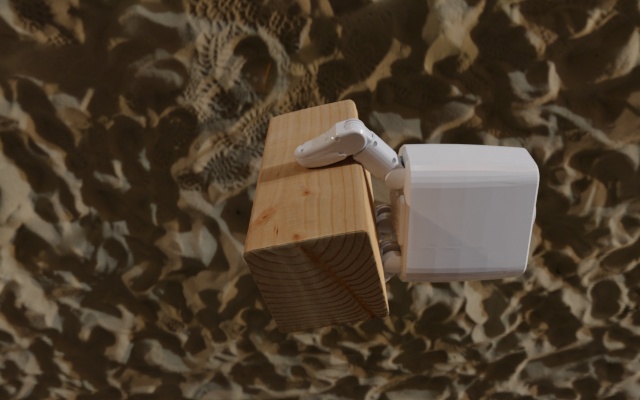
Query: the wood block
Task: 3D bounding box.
[{"bbox_3d":[0.000,0.001,0.426,0.090,0.091,0.206,-11,35,8],"label":"wood block"}]
